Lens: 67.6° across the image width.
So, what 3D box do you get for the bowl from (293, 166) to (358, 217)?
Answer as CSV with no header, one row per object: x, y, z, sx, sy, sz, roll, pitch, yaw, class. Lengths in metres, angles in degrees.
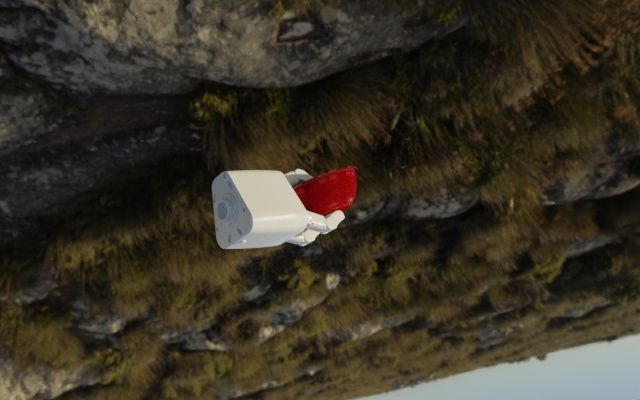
0.001,0.003,0.814,0.162,0.055,0.162,-24,-9,-4,bowl
